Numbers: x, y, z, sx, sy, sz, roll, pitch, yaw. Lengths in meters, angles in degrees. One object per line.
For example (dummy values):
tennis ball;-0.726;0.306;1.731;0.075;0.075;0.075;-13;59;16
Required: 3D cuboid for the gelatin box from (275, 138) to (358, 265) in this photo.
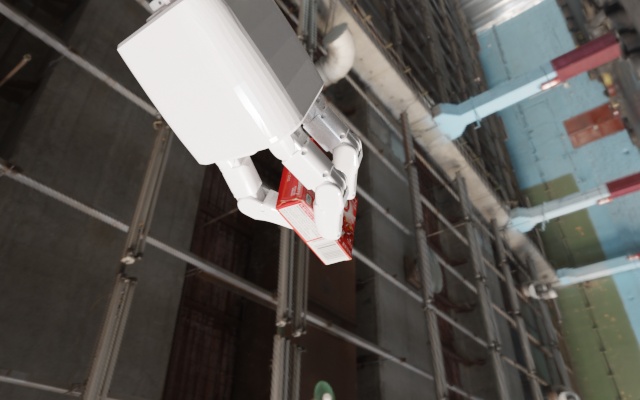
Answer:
gelatin box;0.000;0.002;0.420;0.030;0.073;0.089;-15;-46;26
